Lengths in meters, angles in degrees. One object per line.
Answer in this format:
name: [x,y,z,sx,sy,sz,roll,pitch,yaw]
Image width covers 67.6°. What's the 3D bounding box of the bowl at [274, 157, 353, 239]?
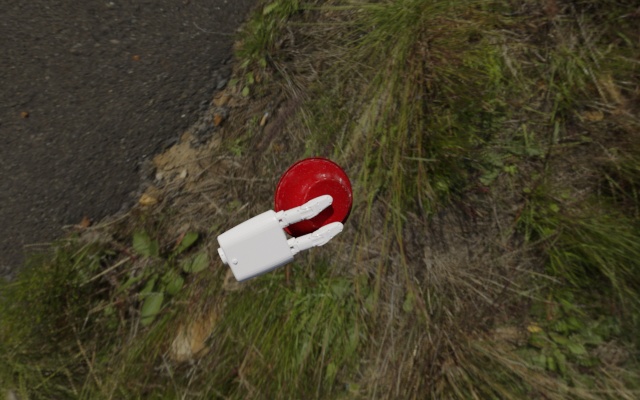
bowl: [0.001,0.002,0.871,0.162,0.162,0.055,0,8,-25]
